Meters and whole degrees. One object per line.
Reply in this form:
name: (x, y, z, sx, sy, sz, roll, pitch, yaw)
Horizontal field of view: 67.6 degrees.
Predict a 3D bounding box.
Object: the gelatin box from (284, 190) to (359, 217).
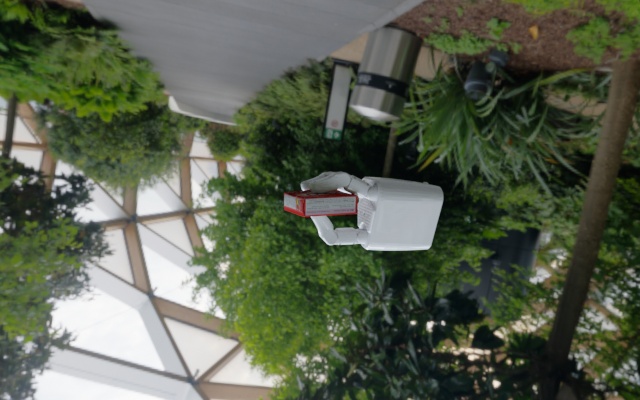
gelatin box: (0.000, 0.003, 0.701, 0.089, 0.030, 0.073, -4, 9, -26)
